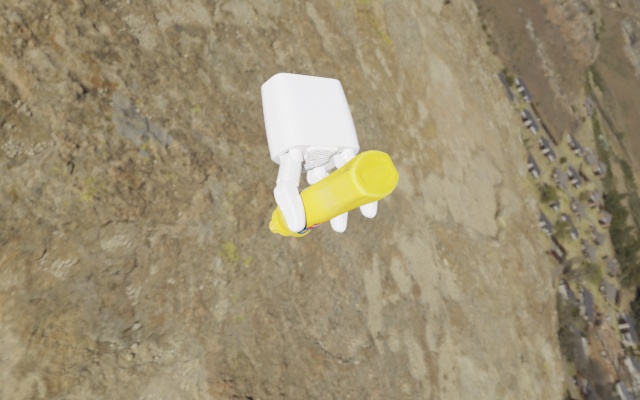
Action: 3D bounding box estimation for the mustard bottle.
[{"bbox_3d":[0.000,0.002,0.606,0.192,0.058,0.096,-27,1,39],"label":"mustard bottle"}]
